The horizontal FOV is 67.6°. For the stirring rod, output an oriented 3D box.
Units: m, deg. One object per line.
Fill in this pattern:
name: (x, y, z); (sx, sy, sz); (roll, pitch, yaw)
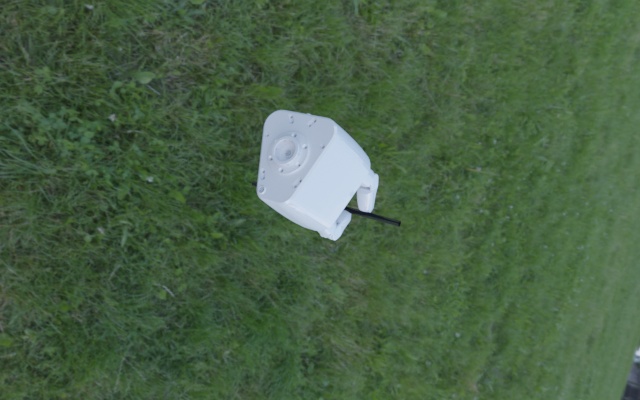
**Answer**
stirring rod: (0.000, 0.002, 0.677); (0.239, 0.011, 0.011); (15, 7, 27)
